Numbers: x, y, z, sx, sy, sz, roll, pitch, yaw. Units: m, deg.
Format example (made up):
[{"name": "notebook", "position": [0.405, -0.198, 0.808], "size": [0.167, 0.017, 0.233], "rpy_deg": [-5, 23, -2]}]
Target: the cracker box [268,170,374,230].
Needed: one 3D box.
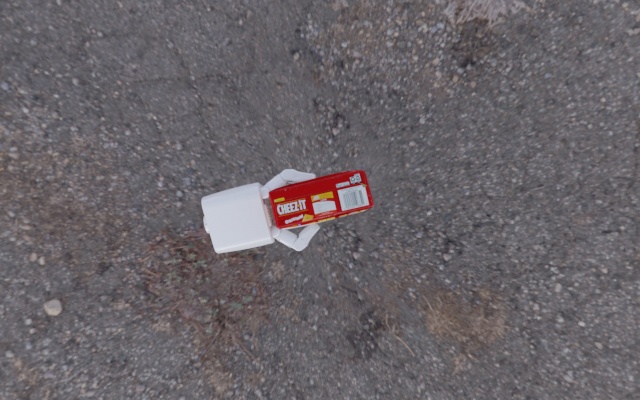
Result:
[{"name": "cracker box", "position": [0.000, 0.003, 0.870], "size": [0.164, 0.072, 0.214], "rpy_deg": [-13, -3, -1]}]
